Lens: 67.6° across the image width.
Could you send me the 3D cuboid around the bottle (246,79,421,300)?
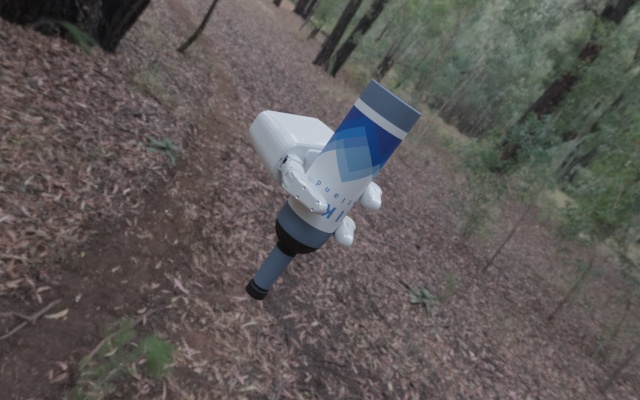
[{"bbox_3d":[0.000,0.002,0.558,0.069,0.296,0.069,33,17,-11],"label":"bottle"}]
